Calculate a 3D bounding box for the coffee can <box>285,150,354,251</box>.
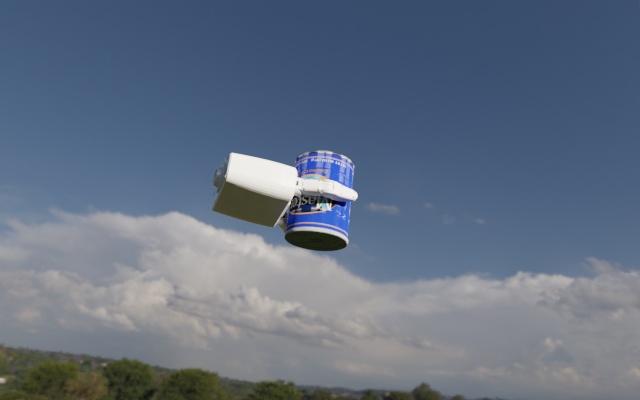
[{"bbox_3d":[0.000,0.003,0.796,0.103,0.140,0.103,6,-23,2],"label":"coffee can"}]
